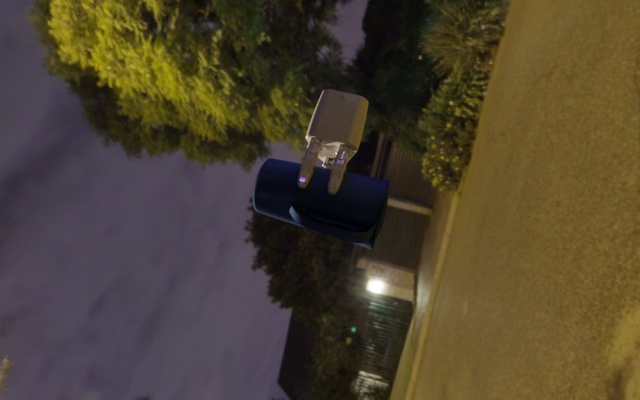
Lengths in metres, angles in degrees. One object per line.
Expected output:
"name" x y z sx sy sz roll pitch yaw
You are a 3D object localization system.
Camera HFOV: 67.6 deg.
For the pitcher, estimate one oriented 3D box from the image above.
"pitcher" 0.000 0.003 0.886 0.243 0.145 0.149 14 -16 8
